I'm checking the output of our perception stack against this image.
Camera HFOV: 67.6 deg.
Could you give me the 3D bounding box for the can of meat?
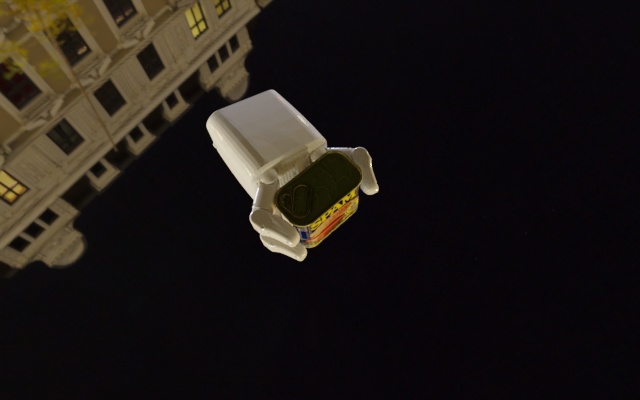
[{"bbox_3d":[0.000,0.002,0.570,0.102,0.057,0.084,-39,-20,-14],"label":"can of meat"}]
